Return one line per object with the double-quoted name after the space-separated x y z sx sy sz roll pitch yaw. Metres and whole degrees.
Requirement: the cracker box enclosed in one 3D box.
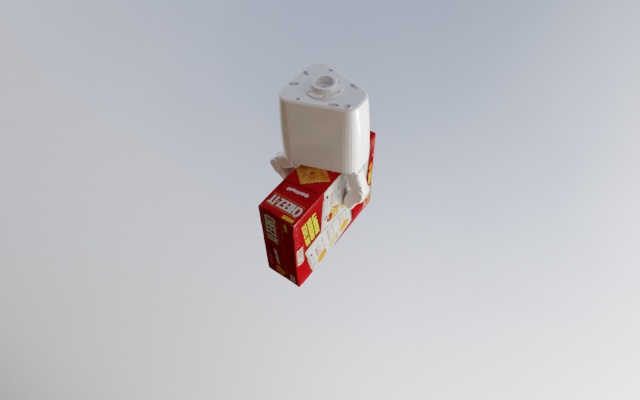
0.000 0.002 0.740 0.072 0.213 0.164 28 -33 22 "cracker box"
